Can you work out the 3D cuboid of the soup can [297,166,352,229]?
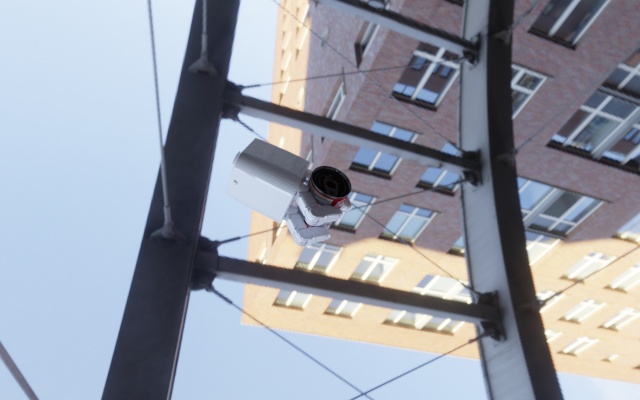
[{"bbox_3d":[0.001,0.003,0.783,0.068,0.068,0.102,0,-40,-27],"label":"soup can"}]
